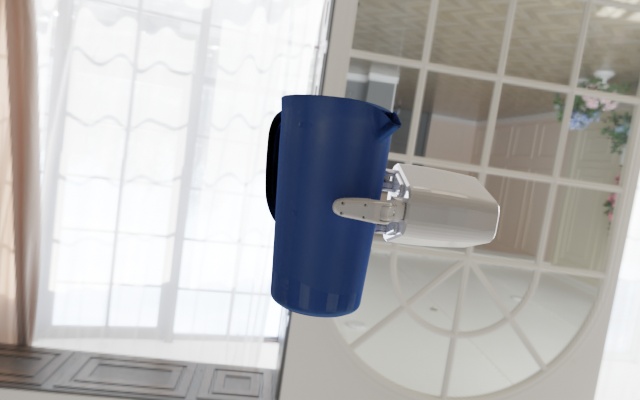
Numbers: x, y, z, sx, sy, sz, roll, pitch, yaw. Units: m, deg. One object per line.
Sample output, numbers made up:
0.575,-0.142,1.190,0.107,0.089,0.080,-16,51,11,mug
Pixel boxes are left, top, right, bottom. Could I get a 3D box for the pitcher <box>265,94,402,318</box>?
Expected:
0.000,0.002,0.562,0.145,0.243,0.149,7,5,-5,pitcher
